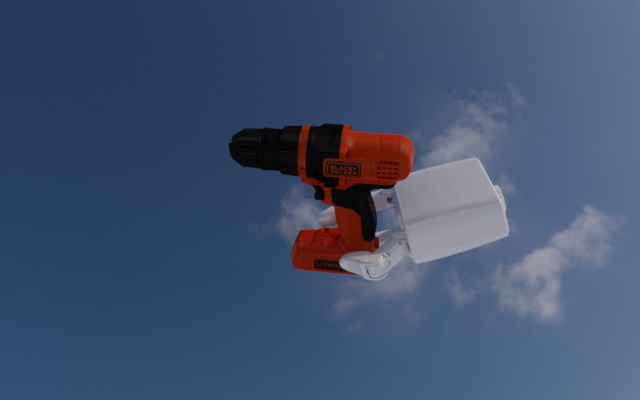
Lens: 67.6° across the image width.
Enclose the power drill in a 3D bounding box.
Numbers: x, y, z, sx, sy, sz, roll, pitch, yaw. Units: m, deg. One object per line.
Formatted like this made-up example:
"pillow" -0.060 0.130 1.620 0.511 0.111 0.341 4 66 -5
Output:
"power drill" 0.000 0.002 0.521 0.184 0.057 0.188 5 -44 7
